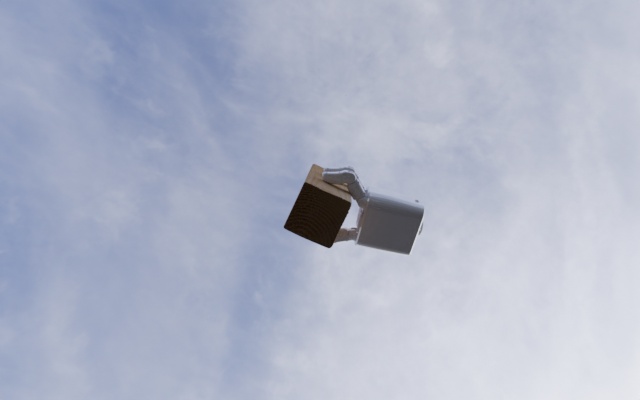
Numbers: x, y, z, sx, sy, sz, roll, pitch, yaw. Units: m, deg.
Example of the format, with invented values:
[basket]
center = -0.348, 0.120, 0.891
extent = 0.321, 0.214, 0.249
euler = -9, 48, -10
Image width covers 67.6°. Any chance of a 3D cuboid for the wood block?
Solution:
[wood block]
center = 0.000, 0.003, 0.890
extent = 0.090, 0.091, 0.206
euler = 24, 13, -2
